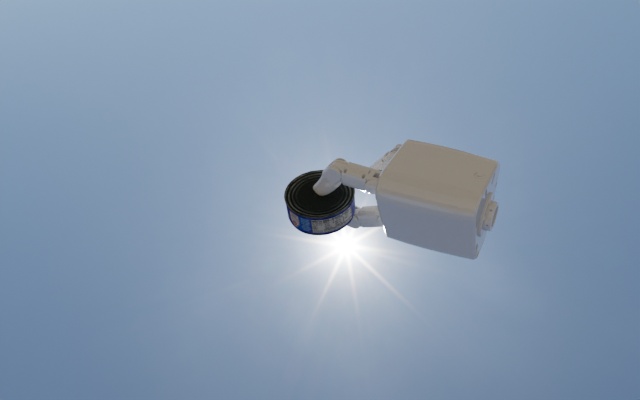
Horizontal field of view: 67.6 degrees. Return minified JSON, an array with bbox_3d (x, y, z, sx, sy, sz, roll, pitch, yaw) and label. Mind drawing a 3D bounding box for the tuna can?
[{"bbox_3d":[0.000,0.002,0.586,0.086,0.034,0.086,-4,43,4],"label":"tuna can"}]
